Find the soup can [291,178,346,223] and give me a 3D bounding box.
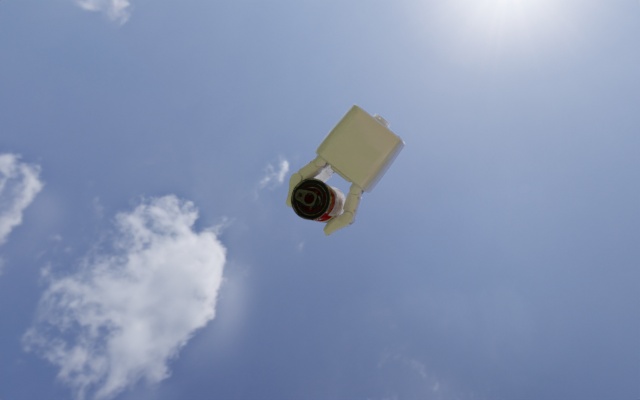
[{"bbox_3d":[0.000,0.003,0.809,0.068,0.068,0.102,0,-6,19],"label":"soup can"}]
